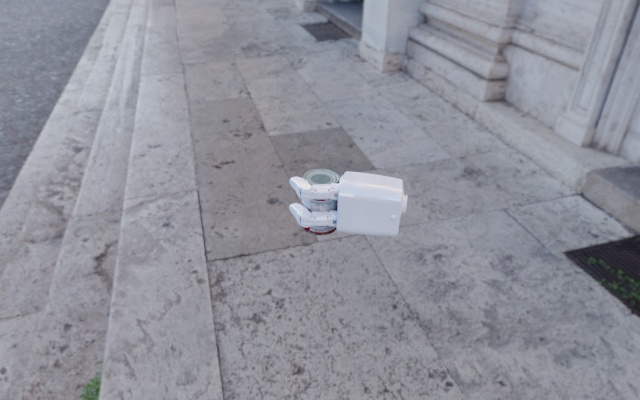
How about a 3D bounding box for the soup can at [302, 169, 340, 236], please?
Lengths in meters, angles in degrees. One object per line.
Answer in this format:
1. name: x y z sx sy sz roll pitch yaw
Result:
1. soup can: 0.000 0.002 0.862 0.068 0.102 0.068 1 31 -1
